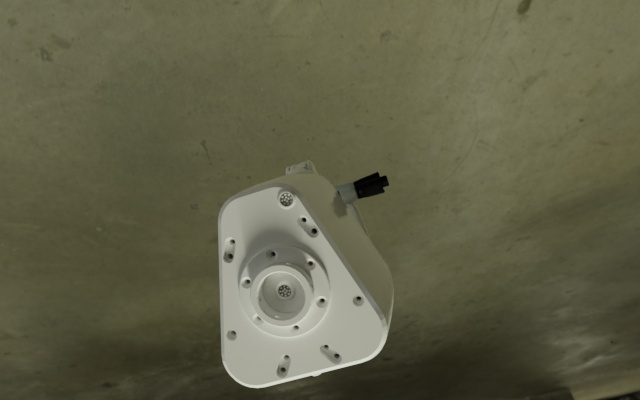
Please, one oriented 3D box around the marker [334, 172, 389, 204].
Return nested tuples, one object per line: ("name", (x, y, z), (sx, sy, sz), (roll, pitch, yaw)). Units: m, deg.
("marker", (0.000, 0.001, 0.412), (0.121, 0.020, 0.020), (-18, -3, 9))
